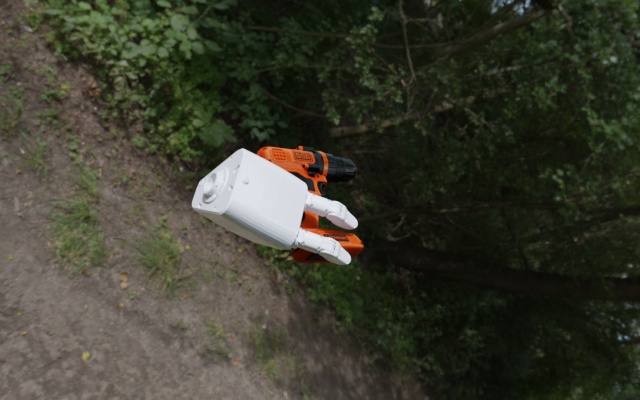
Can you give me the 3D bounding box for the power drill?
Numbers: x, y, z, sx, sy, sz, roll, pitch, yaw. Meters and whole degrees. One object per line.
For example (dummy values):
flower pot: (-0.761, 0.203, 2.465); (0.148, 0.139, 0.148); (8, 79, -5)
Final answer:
power drill: (0.000, 0.003, 0.734); (0.184, 0.187, 0.057); (3, -36, -34)
